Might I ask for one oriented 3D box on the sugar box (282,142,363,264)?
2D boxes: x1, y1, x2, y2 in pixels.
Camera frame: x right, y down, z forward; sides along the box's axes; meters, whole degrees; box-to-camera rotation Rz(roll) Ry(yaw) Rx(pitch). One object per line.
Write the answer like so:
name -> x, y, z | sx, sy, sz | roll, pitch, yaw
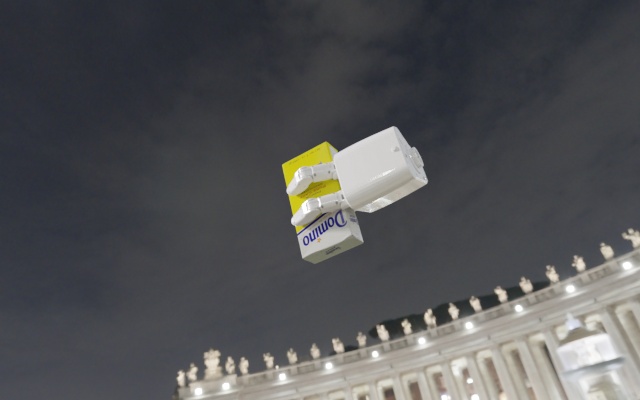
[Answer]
sugar box -> 0.000, 0.002, 0.769 | 0.093, 0.176, 0.048 | -27, -32, 21
